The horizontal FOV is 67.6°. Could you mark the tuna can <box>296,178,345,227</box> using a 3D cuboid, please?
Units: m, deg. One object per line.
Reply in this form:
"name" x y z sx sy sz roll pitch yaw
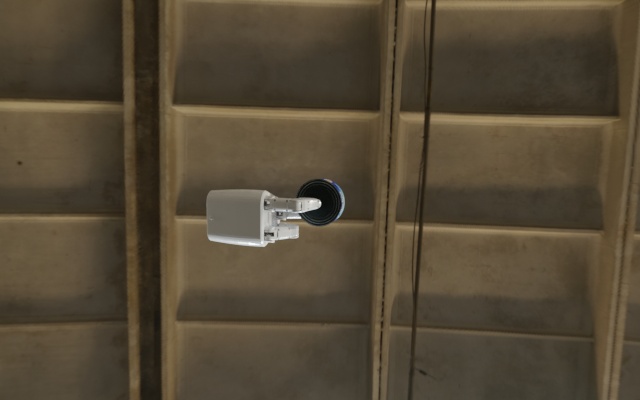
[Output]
"tuna can" 0.000 0.003 0.864 0.086 0.086 0.034 0 5 15
